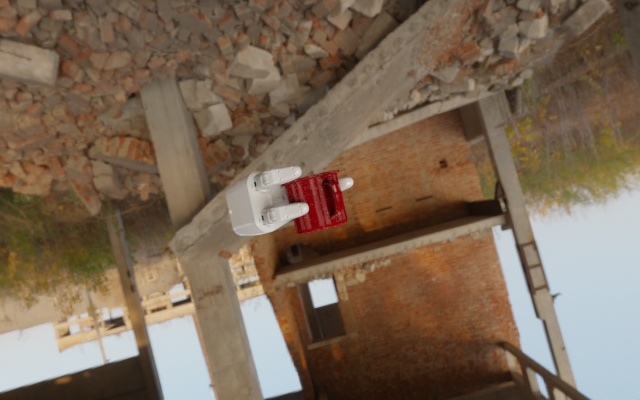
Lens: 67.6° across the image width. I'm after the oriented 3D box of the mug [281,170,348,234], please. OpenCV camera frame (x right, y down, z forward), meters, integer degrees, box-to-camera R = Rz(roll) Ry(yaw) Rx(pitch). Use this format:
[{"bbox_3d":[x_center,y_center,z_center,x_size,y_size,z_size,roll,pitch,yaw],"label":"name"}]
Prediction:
[{"bbox_3d":[0.001,0.002,0.721,0.093,0.081,0.117,-14,-1,-32],"label":"mug"}]
